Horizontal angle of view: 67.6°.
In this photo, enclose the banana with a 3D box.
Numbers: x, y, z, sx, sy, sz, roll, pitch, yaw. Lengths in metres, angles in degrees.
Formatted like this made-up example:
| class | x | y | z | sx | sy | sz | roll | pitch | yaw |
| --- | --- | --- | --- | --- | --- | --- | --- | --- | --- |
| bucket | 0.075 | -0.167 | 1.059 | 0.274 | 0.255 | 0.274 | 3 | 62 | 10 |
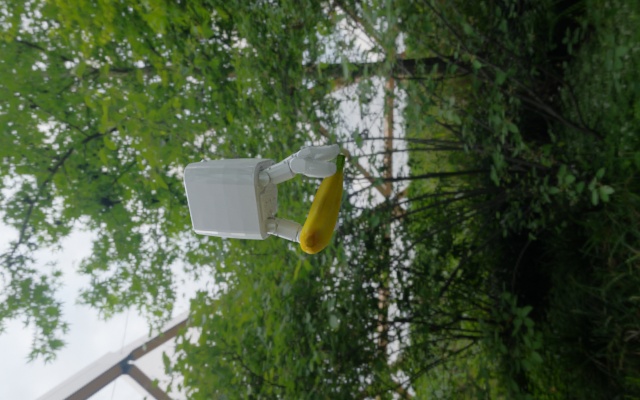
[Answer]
| class | x | y | z | sx | sy | sz | roll | pitch | yaw |
| --- | --- | --- | --- | --- | --- | --- | --- | --- | --- |
| banana | 0.001 | 0.015 | 0.611 | 0.037 | 0.070 | 0.197 | 5 | 35 | 10 |
